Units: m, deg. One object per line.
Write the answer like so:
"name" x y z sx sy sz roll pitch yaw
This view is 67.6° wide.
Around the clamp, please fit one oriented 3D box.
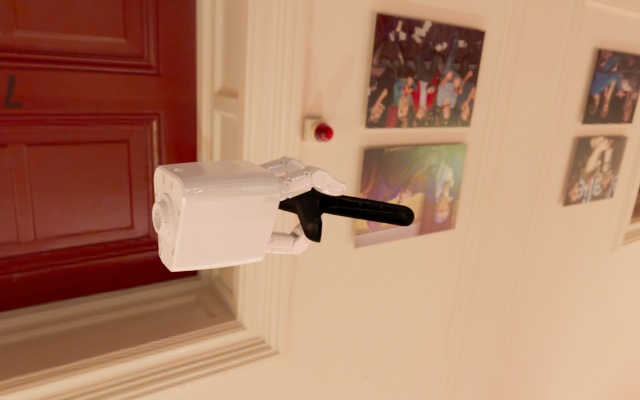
"clamp" -0.001 0.003 0.595 0.164 0.036 0.210 -2 17 -36
